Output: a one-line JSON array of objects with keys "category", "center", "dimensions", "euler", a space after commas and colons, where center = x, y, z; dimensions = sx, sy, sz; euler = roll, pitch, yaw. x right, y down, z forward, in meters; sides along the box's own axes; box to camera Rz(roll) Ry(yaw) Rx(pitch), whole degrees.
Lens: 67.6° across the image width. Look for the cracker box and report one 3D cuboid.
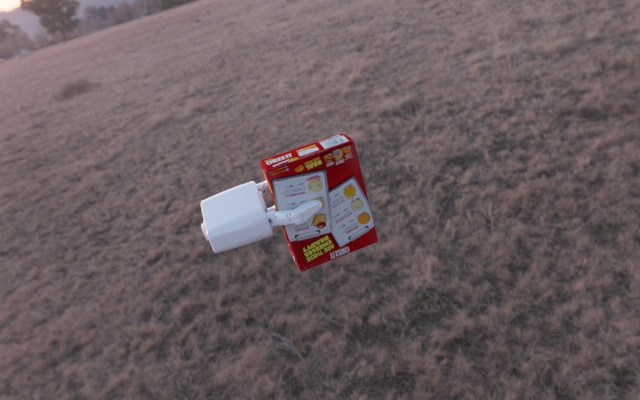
[{"category": "cracker box", "center": [0.000, 0.003, 0.879], "dimensions": [0.164, 0.214, 0.072], "euler": [-20, 26, -8]}]
